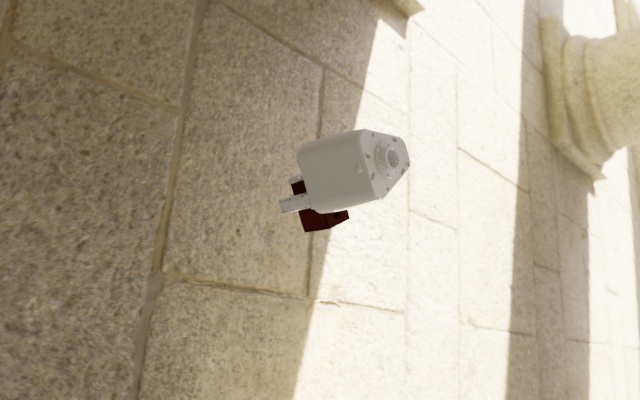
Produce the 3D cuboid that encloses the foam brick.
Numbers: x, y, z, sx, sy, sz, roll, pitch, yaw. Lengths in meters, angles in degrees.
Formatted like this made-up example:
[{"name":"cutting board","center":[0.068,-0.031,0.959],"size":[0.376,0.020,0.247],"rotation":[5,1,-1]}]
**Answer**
[{"name":"foam brick","center":[0.000,0.003,0.703],"size":[0.051,0.078,0.053],"rotation":[-11,8,42]}]
